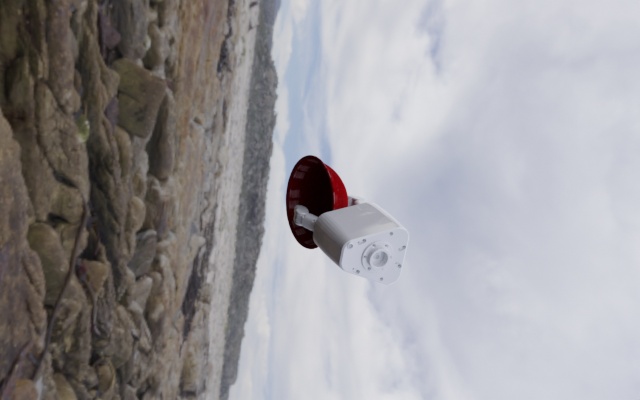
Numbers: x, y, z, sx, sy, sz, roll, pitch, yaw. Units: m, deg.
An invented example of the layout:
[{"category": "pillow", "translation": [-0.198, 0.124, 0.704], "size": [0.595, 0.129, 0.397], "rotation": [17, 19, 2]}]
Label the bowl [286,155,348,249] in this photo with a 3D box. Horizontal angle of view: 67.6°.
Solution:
[{"category": "bowl", "translation": [0.000, 0.002, 0.833], "size": [0.055, 0.162, 0.162], "rotation": [-1, 0, -33]}]
